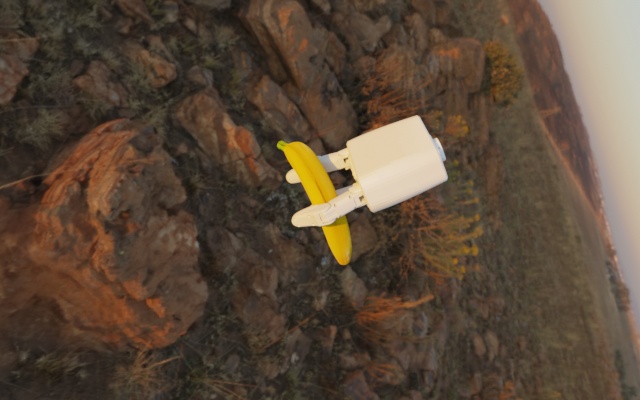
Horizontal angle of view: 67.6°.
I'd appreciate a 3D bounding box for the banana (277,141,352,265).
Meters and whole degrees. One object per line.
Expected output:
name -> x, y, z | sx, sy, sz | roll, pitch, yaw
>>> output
banana -> 0.002, -0.002, 0.649 | 0.037, 0.198, 0.069 | -26, 0, -11
